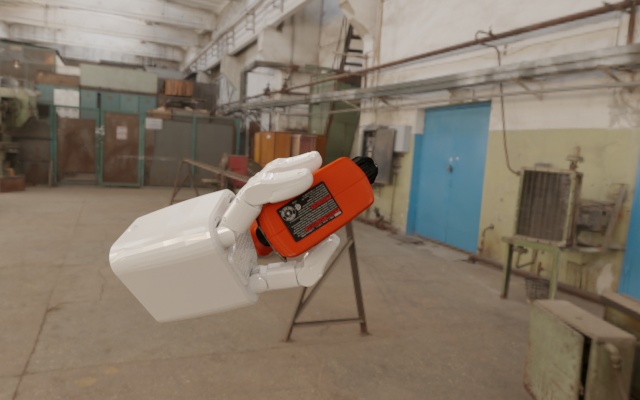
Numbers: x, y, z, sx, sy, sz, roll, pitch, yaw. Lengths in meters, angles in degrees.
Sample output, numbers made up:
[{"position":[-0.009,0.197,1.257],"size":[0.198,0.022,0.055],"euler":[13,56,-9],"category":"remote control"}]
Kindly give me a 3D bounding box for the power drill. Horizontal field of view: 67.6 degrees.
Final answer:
[{"position":[0.000,0.002,0.515],"size":[0.184,0.057,0.187],"euler":[-35,1,-7],"category":"power drill"}]
